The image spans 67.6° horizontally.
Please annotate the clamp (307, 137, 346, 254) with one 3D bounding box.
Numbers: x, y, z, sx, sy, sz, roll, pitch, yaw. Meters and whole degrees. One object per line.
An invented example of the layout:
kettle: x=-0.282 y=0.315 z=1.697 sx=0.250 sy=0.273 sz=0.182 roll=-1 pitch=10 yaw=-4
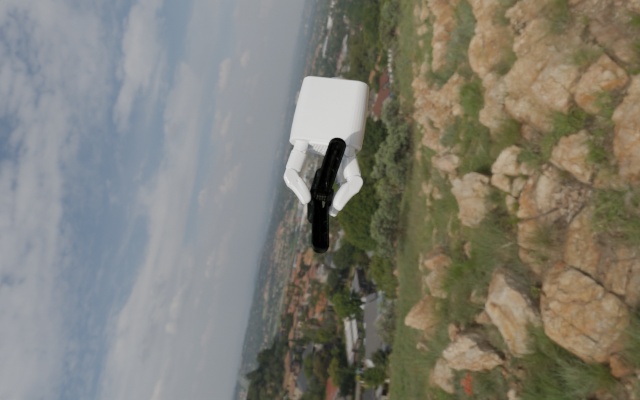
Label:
clamp: x=-0.001 y=0.002 z=0.755 sx=0.036 sy=0.164 sz=0.210 roll=11 pitch=-8 yaw=-7
